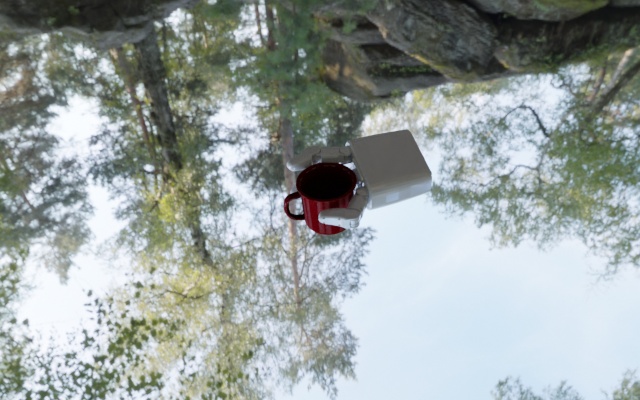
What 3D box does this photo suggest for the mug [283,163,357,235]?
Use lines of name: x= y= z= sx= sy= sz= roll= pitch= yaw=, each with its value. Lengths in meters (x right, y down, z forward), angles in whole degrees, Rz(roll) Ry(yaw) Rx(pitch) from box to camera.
mug: x=-0.001 y=0.003 z=0.748 sx=0.117 sy=0.082 sz=0.093 roll=-14 pitch=43 yaw=-9
